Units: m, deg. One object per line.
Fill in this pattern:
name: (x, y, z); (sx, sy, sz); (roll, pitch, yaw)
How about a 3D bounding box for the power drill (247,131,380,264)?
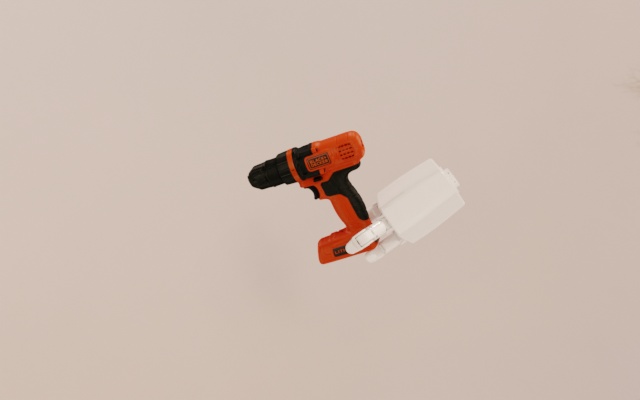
power drill: (0.001, 0.003, 0.735); (0.184, 0.188, 0.057); (-17, 20, 15)
